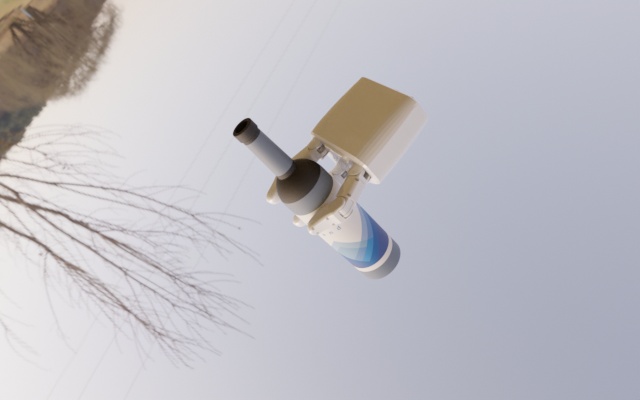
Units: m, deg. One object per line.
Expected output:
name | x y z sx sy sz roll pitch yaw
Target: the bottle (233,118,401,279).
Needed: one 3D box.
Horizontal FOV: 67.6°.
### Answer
bottle | 0.000 0.002 0.612 0.069 0.069 0.296 0 -35 46
